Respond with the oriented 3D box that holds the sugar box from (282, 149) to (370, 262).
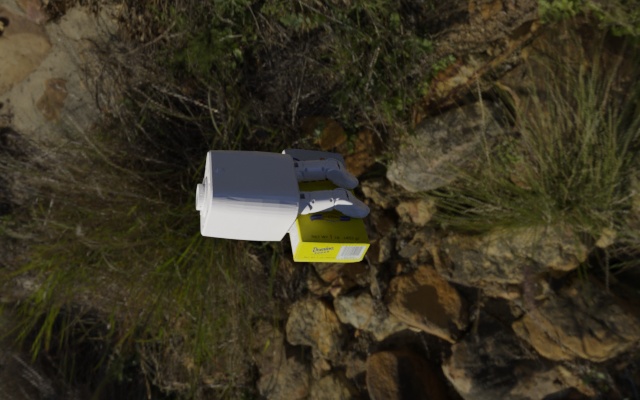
[{"bbox_3d":[0.000,0.002,0.650,0.093,0.176,0.048,3,-43,-19],"label":"sugar box"}]
